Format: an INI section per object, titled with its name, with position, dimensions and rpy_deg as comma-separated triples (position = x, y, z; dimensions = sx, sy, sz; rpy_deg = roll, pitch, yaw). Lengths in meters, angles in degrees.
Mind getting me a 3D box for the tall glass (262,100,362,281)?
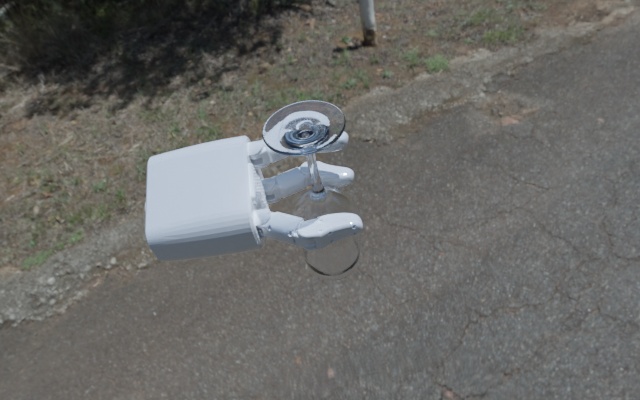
[tall glass]
position = 0.000, 0.001, 0.488
dimensions = 0.079, 0.079, 0.201
rpy_deg = 0, -42, 12
